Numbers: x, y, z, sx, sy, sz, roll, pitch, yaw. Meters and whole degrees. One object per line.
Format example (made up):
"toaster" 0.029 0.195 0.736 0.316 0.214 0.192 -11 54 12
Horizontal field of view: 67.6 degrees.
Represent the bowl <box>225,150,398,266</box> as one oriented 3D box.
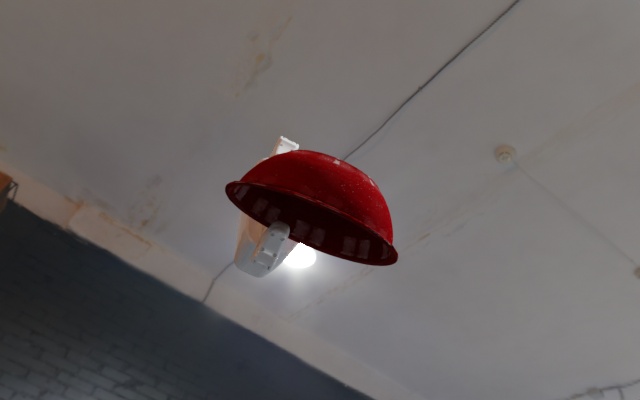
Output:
"bowl" 0.001 0.001 0.424 0.162 0.055 0.162 21 -16 7
